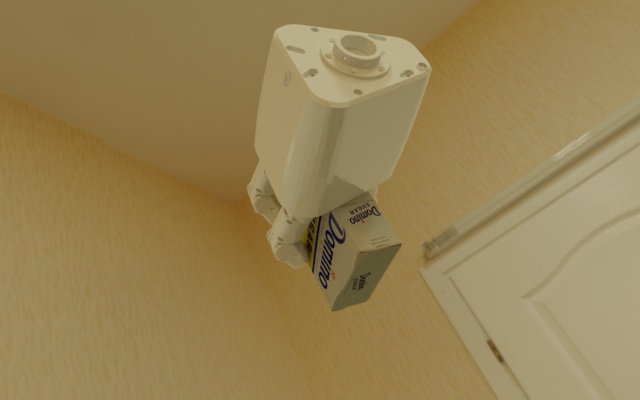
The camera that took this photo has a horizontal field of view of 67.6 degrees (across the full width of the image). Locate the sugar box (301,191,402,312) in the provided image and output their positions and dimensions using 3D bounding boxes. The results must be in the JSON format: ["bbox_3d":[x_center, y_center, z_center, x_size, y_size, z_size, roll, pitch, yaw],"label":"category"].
[{"bbox_3d":[0.000,0.001,0.437,0.048,0.176,0.093,-10,-37,-24],"label":"sugar box"}]
